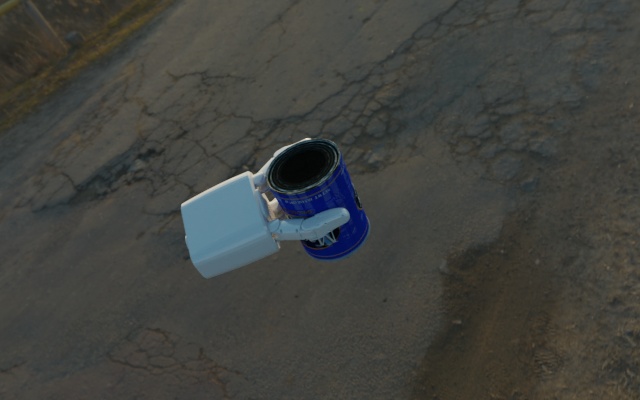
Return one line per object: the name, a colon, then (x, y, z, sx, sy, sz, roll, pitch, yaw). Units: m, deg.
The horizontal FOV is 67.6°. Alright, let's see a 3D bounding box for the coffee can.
coffee can: (0.000, 0.002, 0.650, 0.103, 0.102, 0.140, 0, -43, 27)
